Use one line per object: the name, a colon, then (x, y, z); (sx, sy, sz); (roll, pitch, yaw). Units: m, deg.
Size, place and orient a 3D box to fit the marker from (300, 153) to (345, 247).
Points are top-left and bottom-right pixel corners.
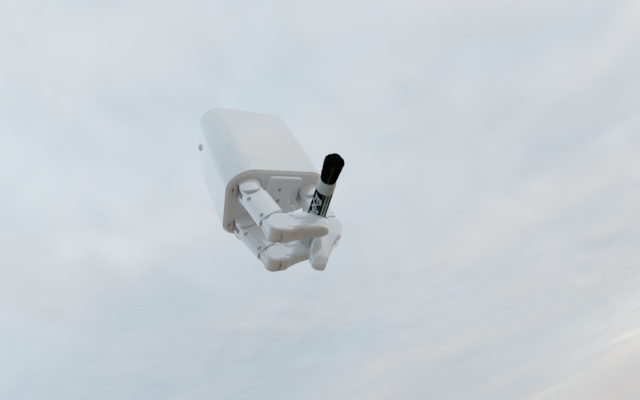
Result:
marker: (0.000, 0.002, 0.454); (0.020, 0.020, 0.121); (0, -41, -17)
